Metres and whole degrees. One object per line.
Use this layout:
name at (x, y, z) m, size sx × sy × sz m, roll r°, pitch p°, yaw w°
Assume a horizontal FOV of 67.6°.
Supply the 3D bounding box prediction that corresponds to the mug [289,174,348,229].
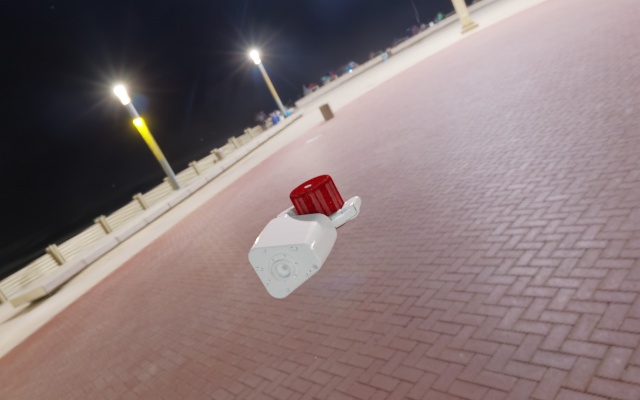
mug at (0.000, 0.002, 0.848) m, size 0.093 × 0.081 × 0.117 m, roll -22°, pitch 15°, yaw 19°
